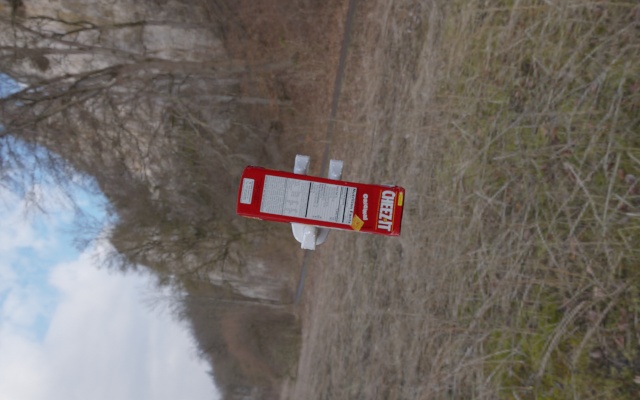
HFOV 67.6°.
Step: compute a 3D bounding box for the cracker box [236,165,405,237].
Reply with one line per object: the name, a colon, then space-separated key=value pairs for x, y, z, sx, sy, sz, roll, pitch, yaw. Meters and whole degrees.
cracker box: x=0.000 y=0.002 z=0.685 sx=0.214 sy=0.072 sz=0.164 roll=8 pitch=-2 yaw=0
